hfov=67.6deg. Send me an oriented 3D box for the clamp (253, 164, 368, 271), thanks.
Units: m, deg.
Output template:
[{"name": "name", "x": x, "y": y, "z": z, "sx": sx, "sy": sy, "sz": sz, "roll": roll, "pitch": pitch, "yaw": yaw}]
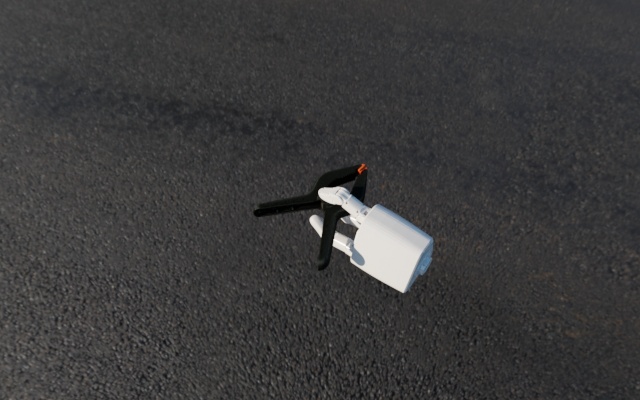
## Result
[{"name": "clamp", "x": 0.001, "y": 0.002, "z": 0.820, "sx": 0.164, "sy": 0.210, "sz": 0.036, "roll": 32, "pitch": -29, "yaw": 20}]
